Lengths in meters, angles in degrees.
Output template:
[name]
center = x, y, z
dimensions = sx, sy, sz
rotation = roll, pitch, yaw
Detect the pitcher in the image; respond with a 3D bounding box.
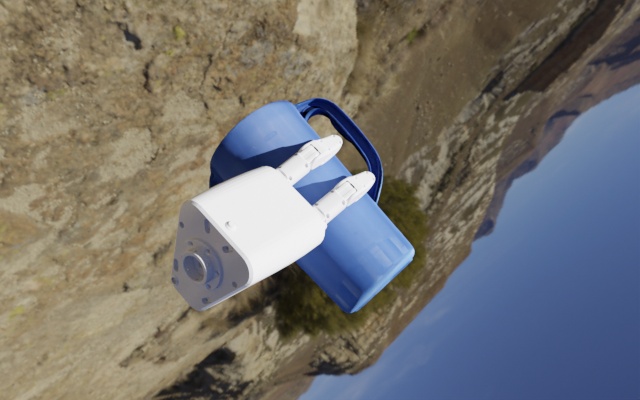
[pitcher]
center = 0.000, 0.002, 0.566
dimensions = 0.145, 0.243, 0.149
rotation = -29, -18, -51
